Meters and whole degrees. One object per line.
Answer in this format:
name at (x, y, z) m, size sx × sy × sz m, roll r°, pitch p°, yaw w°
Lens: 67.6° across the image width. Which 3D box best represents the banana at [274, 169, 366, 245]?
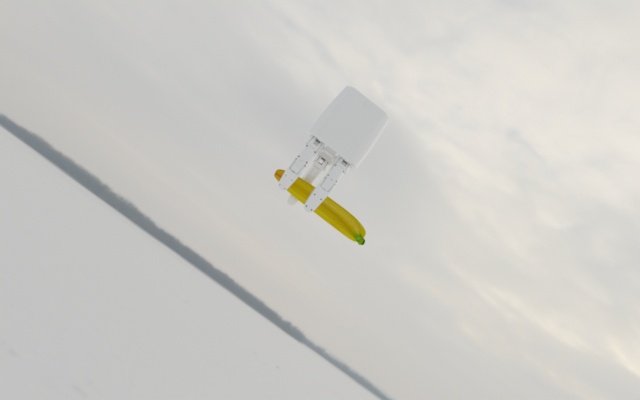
banana at (0.007, 0.010, 0.793) m, size 0.197 × 0.037 × 0.070 m, roll 37°, pitch -5°, yaw 21°
